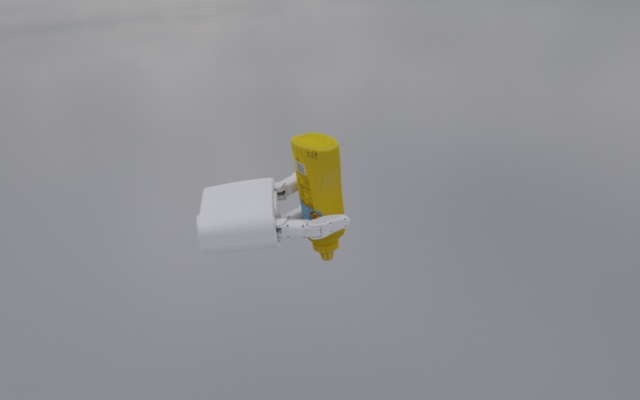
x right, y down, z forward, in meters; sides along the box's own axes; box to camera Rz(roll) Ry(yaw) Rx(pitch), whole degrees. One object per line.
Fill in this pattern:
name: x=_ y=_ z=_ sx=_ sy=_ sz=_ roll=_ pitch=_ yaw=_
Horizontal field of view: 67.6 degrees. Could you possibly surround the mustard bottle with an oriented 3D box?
mustard bottle: x=0.000 y=0.002 z=0.702 sx=0.058 sy=0.192 sz=0.096 roll=-17 pitch=25 yaw=-23
